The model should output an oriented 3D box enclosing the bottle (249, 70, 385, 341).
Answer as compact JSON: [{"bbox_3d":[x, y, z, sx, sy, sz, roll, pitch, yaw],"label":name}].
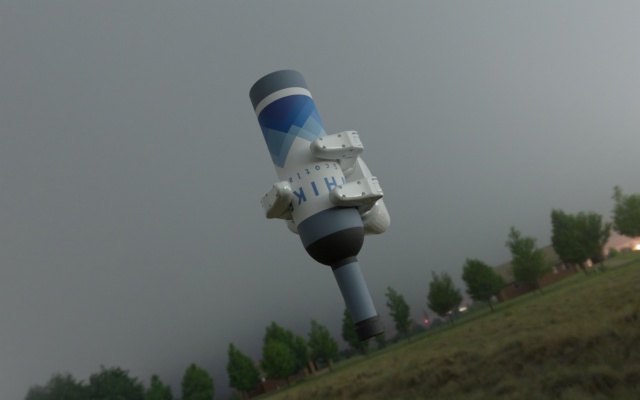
[{"bbox_3d":[0.000,0.001,0.508,0.069,0.295,0.069,-19,-16,-6],"label":"bottle"}]
